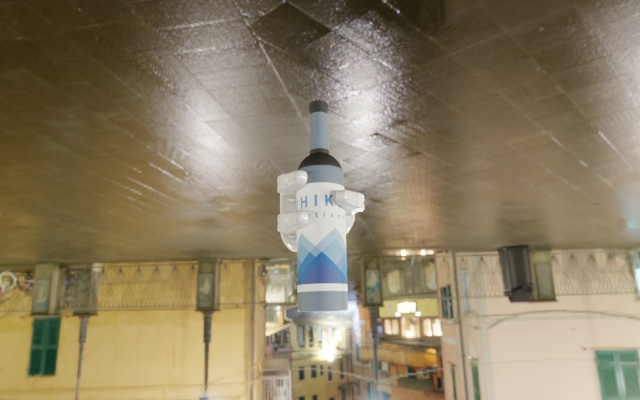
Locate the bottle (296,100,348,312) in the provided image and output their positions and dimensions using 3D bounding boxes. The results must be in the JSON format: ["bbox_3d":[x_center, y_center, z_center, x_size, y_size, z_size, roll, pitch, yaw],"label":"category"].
[{"bbox_3d":[0.000,0.002,0.661,0.069,0.295,0.069,-1,-14,0],"label":"bottle"}]
